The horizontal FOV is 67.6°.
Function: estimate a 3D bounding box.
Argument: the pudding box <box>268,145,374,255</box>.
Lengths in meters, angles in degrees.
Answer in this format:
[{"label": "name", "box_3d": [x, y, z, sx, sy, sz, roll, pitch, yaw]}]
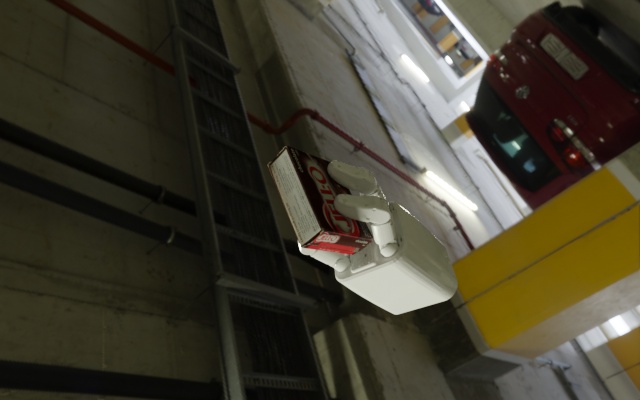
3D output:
[{"label": "pudding box", "box_3d": [0.000, 0.002, 0.521, 0.039, 0.113, 0.090, -41, -32, 24]}]
